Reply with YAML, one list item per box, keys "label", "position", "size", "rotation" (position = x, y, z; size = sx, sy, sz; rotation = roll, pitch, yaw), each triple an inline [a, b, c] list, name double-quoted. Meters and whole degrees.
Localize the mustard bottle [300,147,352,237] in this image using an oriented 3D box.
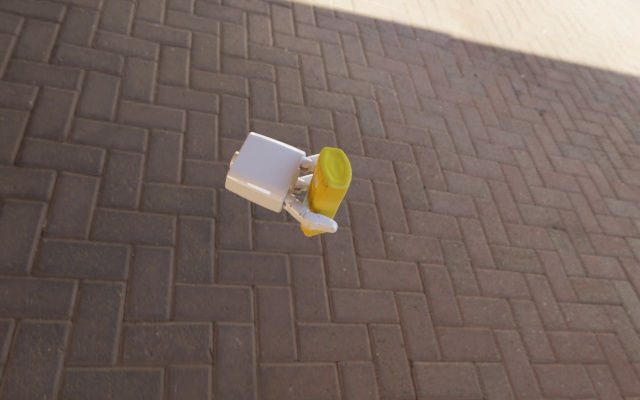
- label: "mustard bottle"
  position: [0.001, 0.003, 0.856]
  size: [0.058, 0.096, 0.192]
  rotation: [5, -41, -16]
